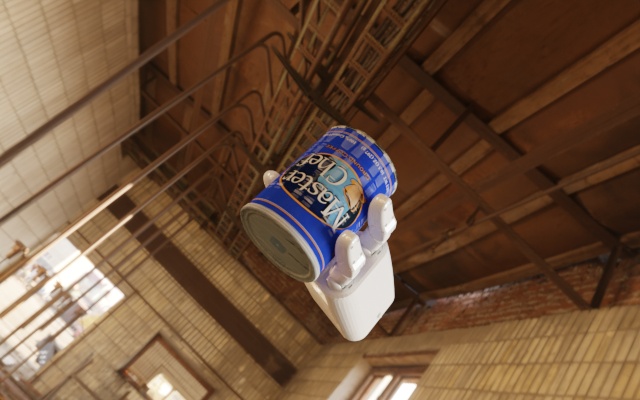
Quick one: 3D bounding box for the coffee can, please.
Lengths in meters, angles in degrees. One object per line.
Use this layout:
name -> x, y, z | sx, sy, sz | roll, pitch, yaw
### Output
coffee can -> 0.000, 0.002, 0.508 | 0.140, 0.103, 0.103 | -45, 24, -26
